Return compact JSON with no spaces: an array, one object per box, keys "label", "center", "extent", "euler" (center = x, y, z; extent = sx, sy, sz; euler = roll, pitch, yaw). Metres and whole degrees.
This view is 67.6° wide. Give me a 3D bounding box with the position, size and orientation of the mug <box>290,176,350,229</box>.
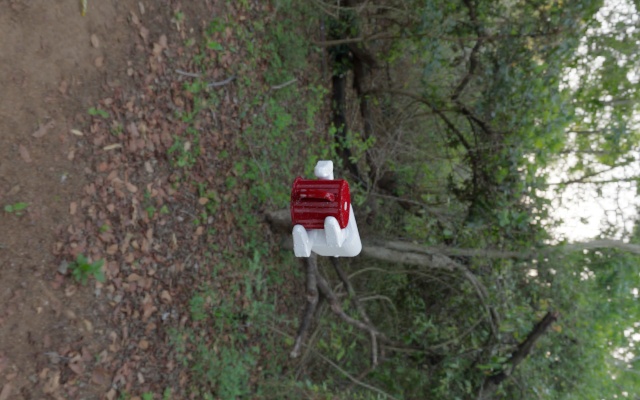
[{"label":"mug","center":[0.000,0.002,0.769],"extent":[0.081,0.093,0.117],"euler":[0,-17,14]}]
